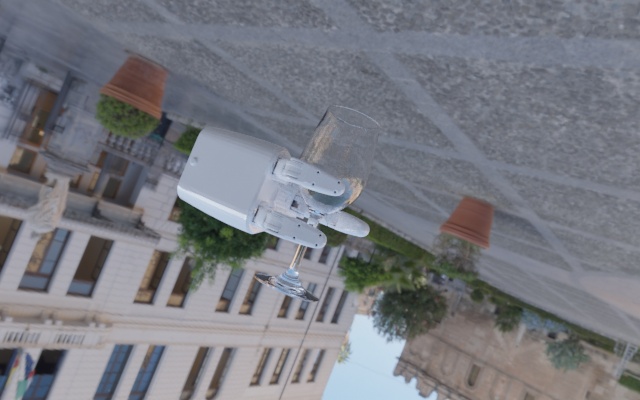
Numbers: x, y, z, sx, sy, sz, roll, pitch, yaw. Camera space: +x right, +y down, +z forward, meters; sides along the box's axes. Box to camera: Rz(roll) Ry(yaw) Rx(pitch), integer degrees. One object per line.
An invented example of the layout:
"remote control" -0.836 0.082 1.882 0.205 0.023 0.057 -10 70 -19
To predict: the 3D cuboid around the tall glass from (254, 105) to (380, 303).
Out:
"tall glass" 0.000 0.002 0.516 0.079 0.201 0.079 22 -2 1
